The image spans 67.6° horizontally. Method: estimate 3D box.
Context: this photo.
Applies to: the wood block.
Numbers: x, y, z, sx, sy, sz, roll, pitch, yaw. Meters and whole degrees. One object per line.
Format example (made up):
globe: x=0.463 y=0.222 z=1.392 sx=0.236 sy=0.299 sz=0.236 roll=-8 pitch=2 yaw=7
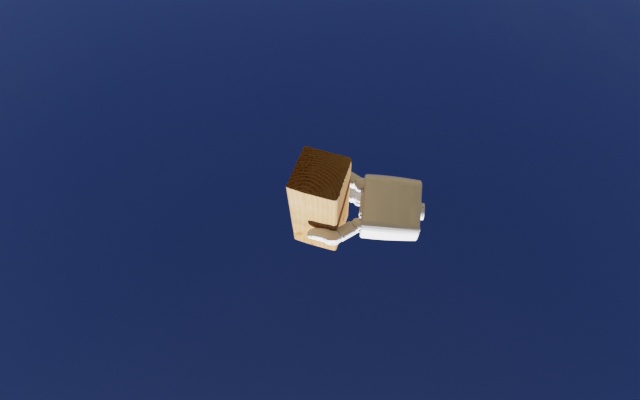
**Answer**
wood block: x=0.000 y=0.003 z=0.884 sx=0.090 sy=0.090 sz=0.206 roll=16 pitch=-28 yaw=10
